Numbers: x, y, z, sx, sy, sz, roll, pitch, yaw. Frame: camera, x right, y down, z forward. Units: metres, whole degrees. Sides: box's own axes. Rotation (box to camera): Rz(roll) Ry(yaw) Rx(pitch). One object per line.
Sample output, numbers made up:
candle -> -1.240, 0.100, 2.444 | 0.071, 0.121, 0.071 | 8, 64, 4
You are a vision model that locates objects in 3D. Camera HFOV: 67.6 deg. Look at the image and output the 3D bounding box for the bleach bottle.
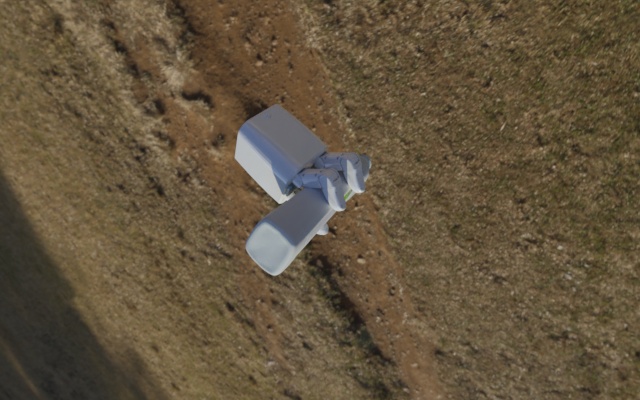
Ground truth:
bleach bottle -> 0.000, 0.002, 0.720 | 0.250, 0.068, 0.103 | -42, -8, -42
